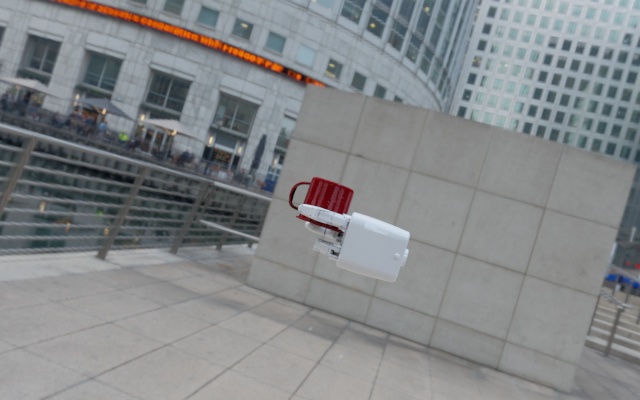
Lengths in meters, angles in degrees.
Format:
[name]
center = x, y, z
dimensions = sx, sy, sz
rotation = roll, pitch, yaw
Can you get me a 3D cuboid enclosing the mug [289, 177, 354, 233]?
[mug]
center = -0.001, 0.002, 0.872
dimensions = 0.117, 0.081, 0.093
rotation = 19, -1, 3
